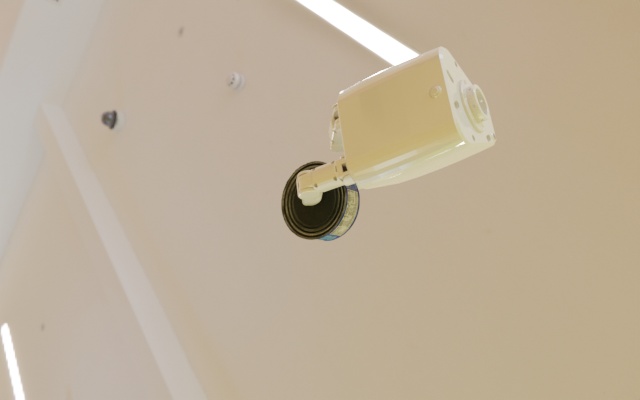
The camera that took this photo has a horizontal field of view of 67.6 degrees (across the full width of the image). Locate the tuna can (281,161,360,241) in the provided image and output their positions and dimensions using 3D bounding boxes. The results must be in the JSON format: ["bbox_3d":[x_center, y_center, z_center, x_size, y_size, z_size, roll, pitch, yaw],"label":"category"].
[{"bbox_3d":[0.000,0.002,0.527,0.086,0.086,0.034,0,-8,35],"label":"tuna can"}]
